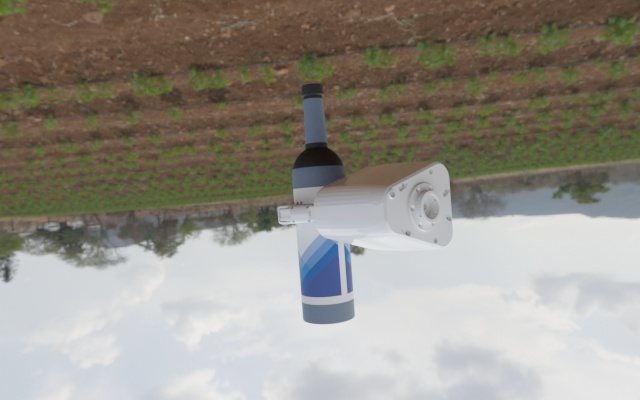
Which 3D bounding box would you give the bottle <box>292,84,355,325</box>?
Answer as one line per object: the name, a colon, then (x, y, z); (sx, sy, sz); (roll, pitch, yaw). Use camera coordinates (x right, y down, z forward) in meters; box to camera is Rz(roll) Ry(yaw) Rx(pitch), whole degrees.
bottle: (0.000, 0.002, 0.604); (0.069, 0.295, 0.069); (-4, 0, 0)
